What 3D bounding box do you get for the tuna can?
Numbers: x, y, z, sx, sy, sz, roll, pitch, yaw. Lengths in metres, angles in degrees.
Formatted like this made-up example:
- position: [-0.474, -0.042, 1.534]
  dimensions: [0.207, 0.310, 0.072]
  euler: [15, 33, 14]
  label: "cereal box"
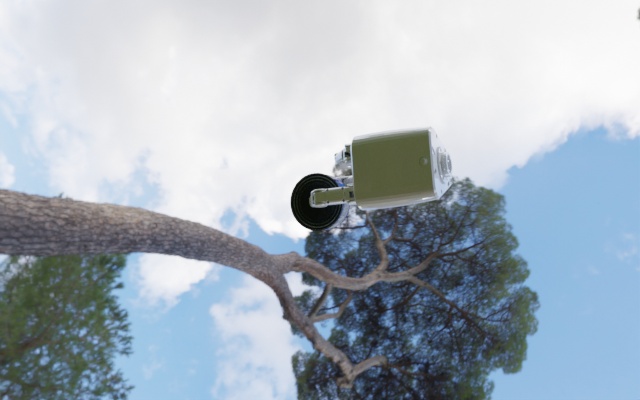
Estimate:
- position: [0.000, 0.002, 0.714]
  dimensions: [0.086, 0.086, 0.034]
  euler: [0, -1, 25]
  label: "tuna can"
